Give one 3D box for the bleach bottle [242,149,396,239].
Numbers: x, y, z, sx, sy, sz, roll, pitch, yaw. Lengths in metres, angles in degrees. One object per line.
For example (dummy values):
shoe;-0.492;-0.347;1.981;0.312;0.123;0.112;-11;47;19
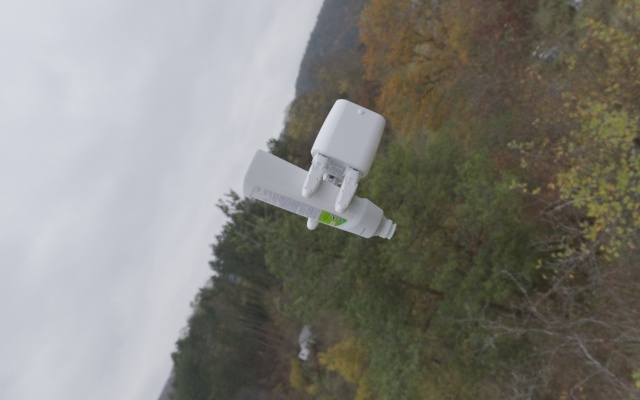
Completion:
bleach bottle;0.000;0.003;0.775;0.251;0.068;0.102;24;-18;-1
